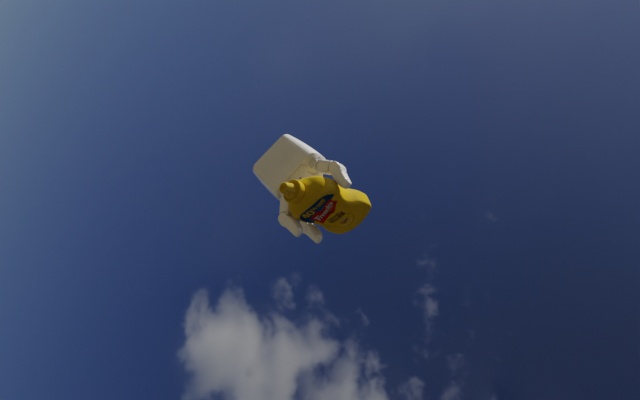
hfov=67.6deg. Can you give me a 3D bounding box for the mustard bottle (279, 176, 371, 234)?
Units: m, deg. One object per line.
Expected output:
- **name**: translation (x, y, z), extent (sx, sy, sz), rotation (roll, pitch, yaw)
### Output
- **mustard bottle**: translation (0.000, 0.003, 0.856), extent (0.096, 0.058, 0.192), rotation (-39, -39, 26)
